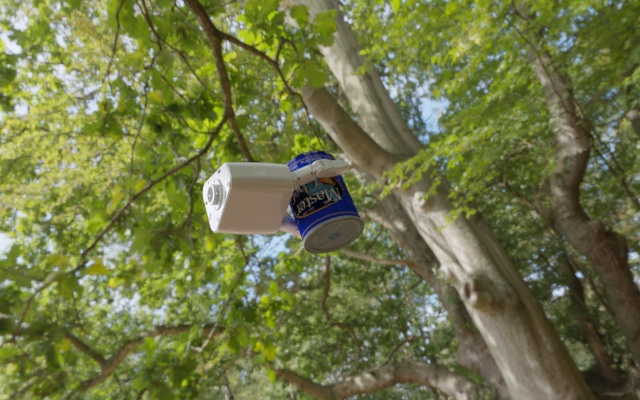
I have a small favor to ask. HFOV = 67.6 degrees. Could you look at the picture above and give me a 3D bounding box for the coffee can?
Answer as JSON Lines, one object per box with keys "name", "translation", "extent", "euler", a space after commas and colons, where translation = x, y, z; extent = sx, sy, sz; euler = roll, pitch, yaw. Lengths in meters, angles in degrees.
{"name": "coffee can", "translation": [0.000, 0.003, 0.794], "extent": [0.103, 0.140, 0.103], "euler": [-16, -31, -10]}
